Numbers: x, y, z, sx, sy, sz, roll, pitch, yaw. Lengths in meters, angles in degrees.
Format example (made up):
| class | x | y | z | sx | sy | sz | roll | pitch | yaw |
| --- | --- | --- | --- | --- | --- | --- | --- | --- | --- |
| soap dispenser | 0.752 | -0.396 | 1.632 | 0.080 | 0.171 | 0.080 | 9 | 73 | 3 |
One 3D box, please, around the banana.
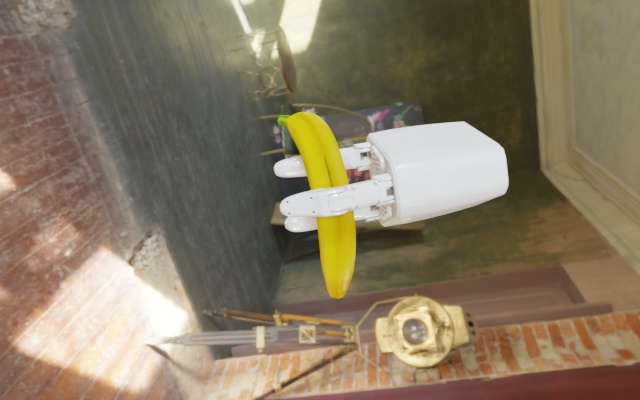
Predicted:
| class | x | y | z | sx | sy | sz | roll | pitch | yaw |
| --- | --- | --- | --- | --- | --- | --- | --- | --- | --- |
| banana | 0.004 | -0.007 | 0.458 | 0.037 | 0.197 | 0.070 | -11 | -14 | -19 |
